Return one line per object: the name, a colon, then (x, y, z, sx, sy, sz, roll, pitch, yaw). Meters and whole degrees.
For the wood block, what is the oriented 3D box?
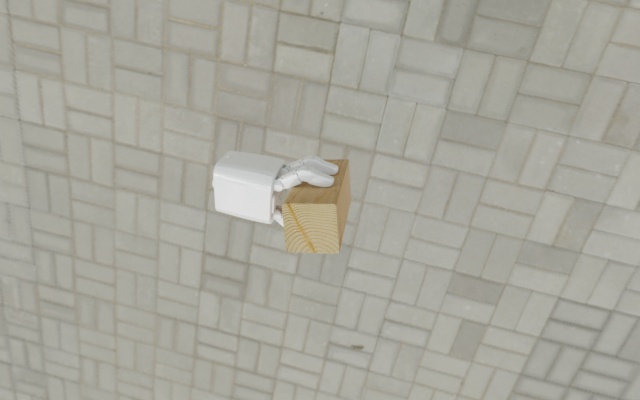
wood block: (0.000, 0.003, 0.848, 0.090, 0.091, 0.206, 1, 25, 9)
